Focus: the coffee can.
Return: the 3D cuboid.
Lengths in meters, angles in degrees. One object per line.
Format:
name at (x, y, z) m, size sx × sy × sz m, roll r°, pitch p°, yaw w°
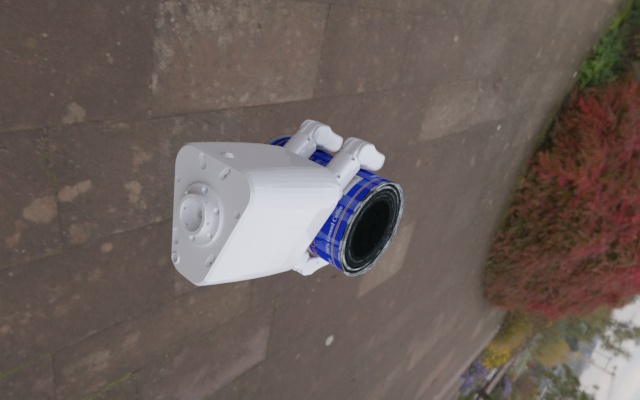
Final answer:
coffee can at (0.000, 0.002, 0.502) m, size 0.140 × 0.103 × 0.103 m, roll 28°, pitch 15°, yaw 32°
